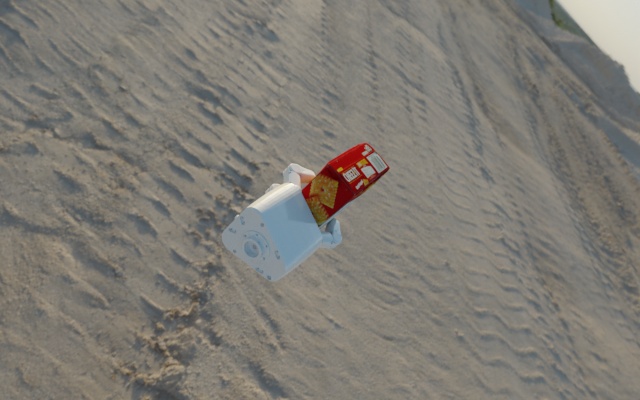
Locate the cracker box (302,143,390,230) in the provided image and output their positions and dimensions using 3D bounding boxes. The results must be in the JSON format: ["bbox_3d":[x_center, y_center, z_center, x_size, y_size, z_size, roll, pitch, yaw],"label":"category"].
[{"bbox_3d":[0.000,0.003,0.822,0.214,0.072,0.164,-42,-3,33],"label":"cracker box"}]
